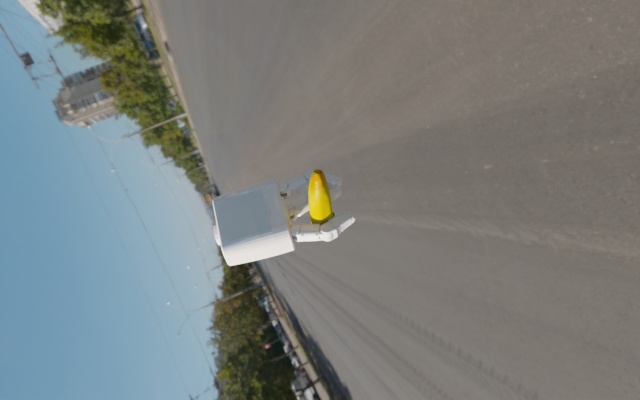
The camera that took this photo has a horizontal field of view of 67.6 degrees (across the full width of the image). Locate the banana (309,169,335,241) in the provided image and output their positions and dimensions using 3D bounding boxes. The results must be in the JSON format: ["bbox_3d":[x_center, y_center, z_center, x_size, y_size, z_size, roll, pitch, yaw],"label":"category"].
[{"bbox_3d":[0.002,0.021,0.761,0.037,0.069,0.198,-7,-22,3],"label":"banana"}]
